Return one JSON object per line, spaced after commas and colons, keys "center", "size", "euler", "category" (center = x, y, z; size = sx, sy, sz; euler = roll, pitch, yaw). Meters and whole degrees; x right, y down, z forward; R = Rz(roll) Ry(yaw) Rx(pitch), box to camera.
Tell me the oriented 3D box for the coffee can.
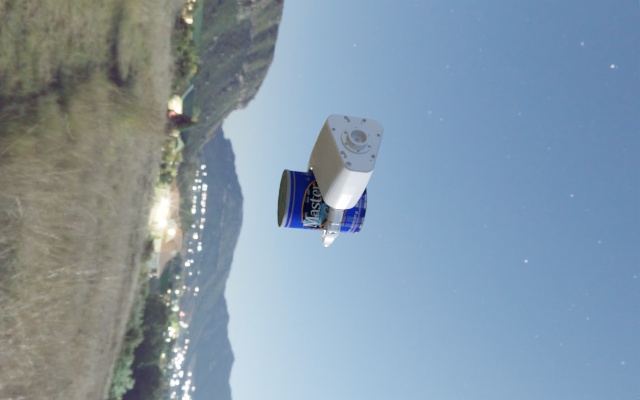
{"center": [0.000, 0.003, 0.846], "size": [0.140, 0.103, 0.103], "euler": [6, -1, -12], "category": "coffee can"}
